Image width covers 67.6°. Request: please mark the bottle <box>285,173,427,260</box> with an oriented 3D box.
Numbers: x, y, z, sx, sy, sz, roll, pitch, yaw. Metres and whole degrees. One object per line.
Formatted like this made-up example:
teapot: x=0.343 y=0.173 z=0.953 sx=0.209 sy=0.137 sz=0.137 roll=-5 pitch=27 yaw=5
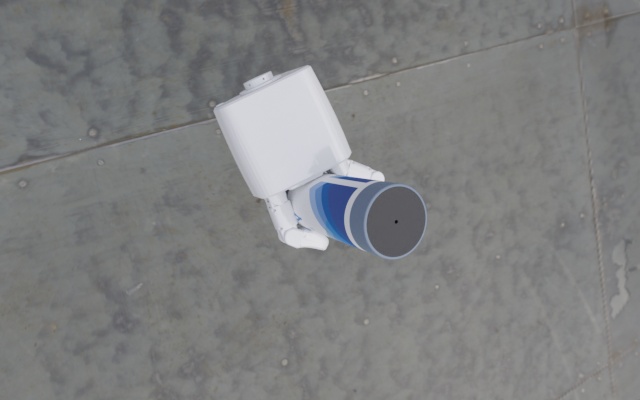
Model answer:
bottle: x=0.000 y=0.002 z=0.541 sx=0.069 sy=0.069 sz=0.295 roll=0 pitch=7 yaw=-27
